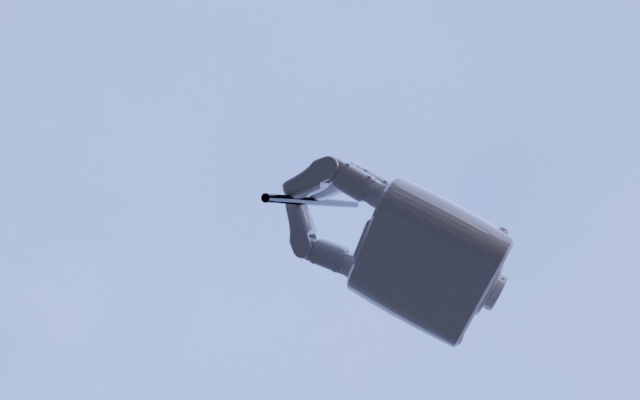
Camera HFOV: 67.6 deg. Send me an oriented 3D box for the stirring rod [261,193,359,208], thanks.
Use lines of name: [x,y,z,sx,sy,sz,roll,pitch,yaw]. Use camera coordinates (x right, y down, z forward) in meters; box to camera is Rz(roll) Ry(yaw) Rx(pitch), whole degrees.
stirring rod: [0.000,0.002,0.498,0.011,0.011,0.239,0,-2,22]
